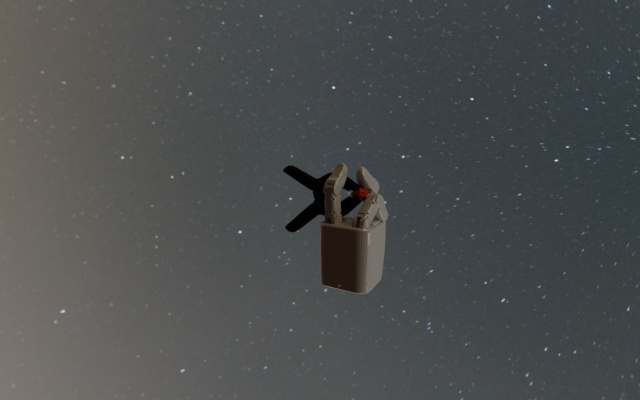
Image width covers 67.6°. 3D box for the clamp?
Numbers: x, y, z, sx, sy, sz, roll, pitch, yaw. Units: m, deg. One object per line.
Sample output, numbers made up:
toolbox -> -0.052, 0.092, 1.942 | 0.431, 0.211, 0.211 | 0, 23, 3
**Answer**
clamp -> 0.001, 0.003, 0.831 | 0.171, 0.120, 0.039 | 7, 9, 37
